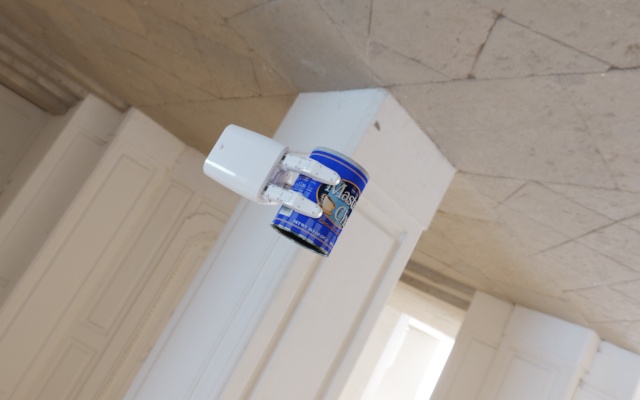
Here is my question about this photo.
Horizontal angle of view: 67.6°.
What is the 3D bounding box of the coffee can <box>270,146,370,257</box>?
[{"bbox_3d":[0.000,0.002,0.742,0.103,0.140,0.103,27,-12,6],"label":"coffee can"}]
